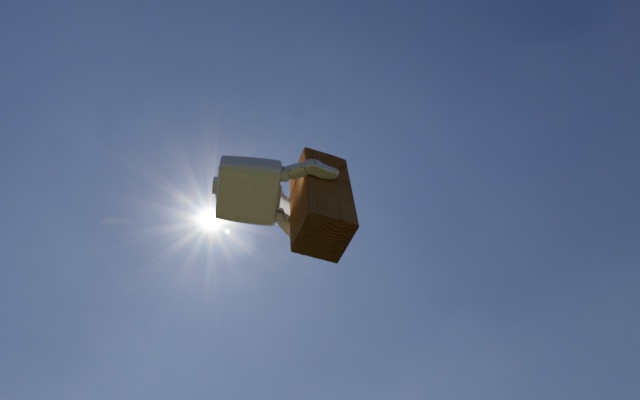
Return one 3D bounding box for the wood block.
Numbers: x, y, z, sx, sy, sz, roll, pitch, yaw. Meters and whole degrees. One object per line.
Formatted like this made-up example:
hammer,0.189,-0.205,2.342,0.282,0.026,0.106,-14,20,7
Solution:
wood block,0.000,0.002,0.858,0.090,0.091,0.206,16,33,-16
